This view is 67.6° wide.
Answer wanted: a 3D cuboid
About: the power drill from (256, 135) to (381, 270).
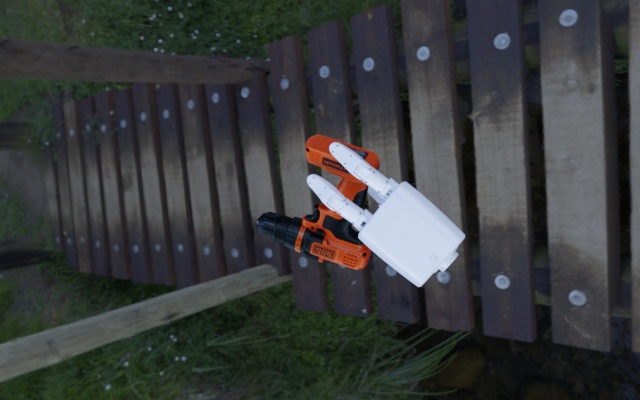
[{"bbox_3d":[0.000,0.002,0.705,0.184,0.188,0.057,17,32,8],"label":"power drill"}]
